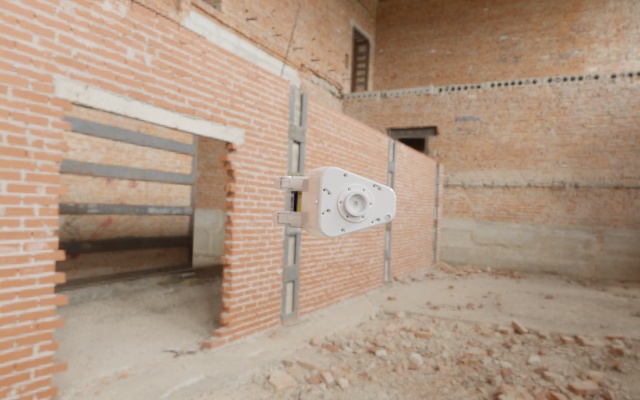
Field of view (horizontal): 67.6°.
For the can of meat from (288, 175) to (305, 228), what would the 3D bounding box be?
[{"bbox_3d":[0.000,0.002,0.768,0.102,0.084,0.057,3,0,-9],"label":"can of meat"}]
